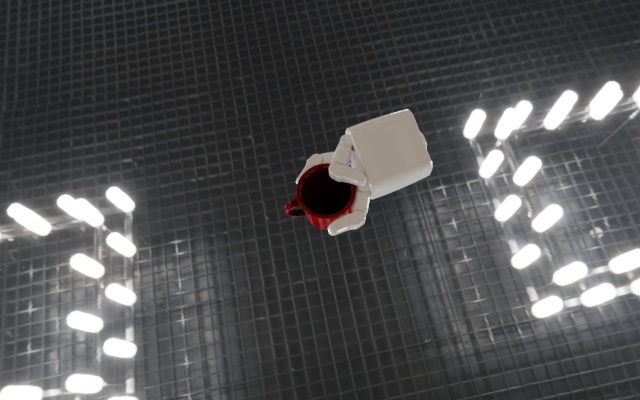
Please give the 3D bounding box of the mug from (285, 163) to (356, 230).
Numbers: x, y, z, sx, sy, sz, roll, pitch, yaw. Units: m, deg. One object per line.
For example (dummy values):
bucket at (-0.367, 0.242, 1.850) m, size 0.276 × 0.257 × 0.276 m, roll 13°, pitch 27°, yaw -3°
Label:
mug at (-0.001, 0.003, 0.772) m, size 0.117 × 0.093 × 0.081 m, roll -19°, pitch -21°, yaw -3°
